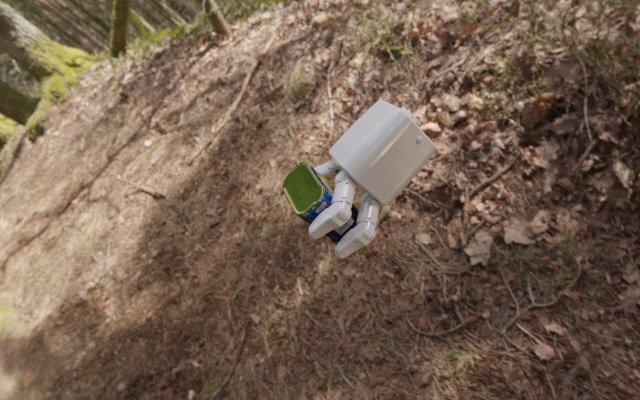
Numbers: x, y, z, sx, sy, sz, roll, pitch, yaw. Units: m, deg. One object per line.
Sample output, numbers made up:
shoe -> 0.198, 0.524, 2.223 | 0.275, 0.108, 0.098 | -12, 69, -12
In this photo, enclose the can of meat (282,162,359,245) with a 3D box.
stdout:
can of meat -> 0.000, 0.002, 0.662 | 0.084, 0.057, 0.102 | 38, 12, -37
